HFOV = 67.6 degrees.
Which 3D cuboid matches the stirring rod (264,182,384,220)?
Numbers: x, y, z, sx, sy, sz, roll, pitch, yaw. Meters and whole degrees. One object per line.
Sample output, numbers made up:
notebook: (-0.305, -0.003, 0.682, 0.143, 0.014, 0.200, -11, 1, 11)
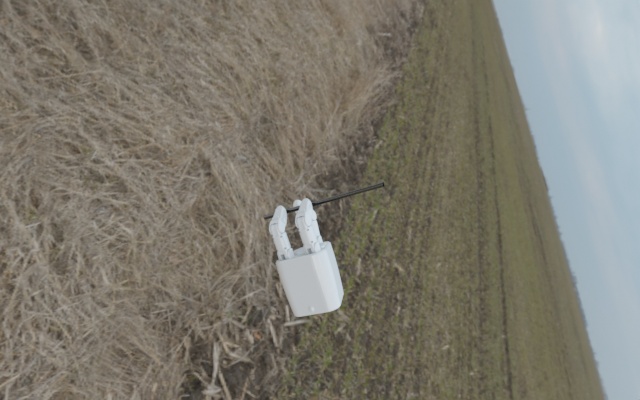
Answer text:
stirring rod: (0.000, 0.003, 0.846, 0.239, 0.011, 0.011, -16, -7, 25)
